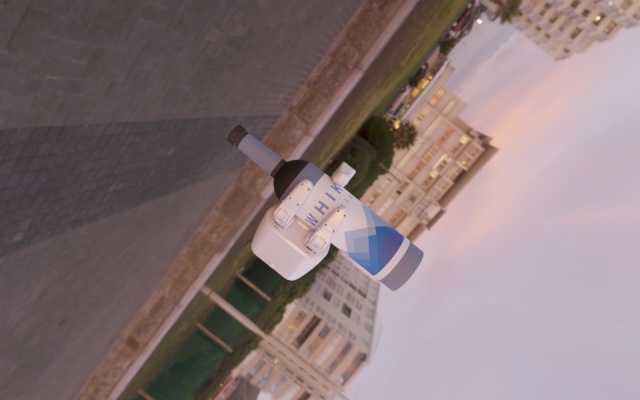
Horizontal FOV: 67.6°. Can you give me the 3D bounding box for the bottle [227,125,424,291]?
[{"bbox_3d":[0.000,0.002,0.630,0.296,0.069,0.069,38,0,0],"label":"bottle"}]
